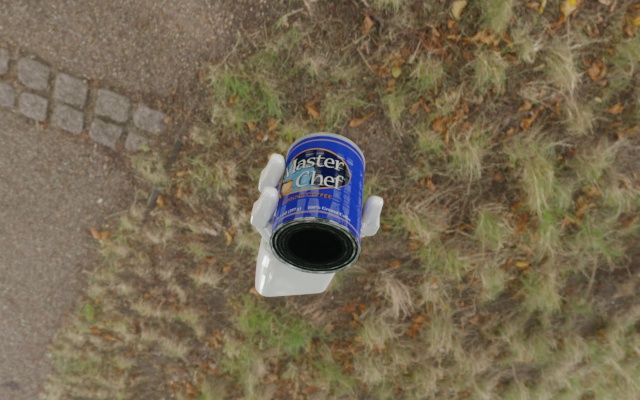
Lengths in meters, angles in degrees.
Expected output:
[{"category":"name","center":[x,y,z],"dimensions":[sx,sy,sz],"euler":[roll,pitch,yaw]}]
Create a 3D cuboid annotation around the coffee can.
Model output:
[{"category":"coffee can","center":[0.000,0.002,0.575],"dimensions":[0.103,0.140,0.103],"euler":[4,-42,4]}]
